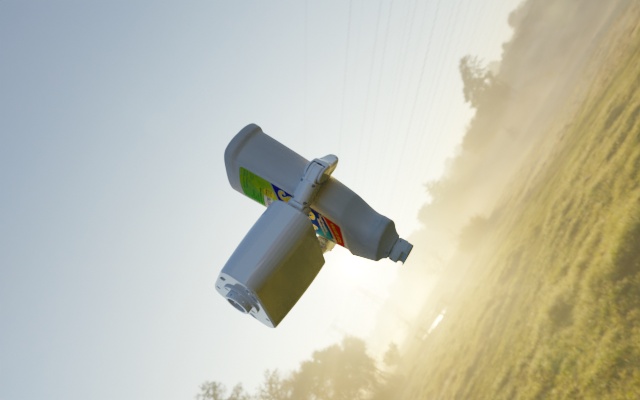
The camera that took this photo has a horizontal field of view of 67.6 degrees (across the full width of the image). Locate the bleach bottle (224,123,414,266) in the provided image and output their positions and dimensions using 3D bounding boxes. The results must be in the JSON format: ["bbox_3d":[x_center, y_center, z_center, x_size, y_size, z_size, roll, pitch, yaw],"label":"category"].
[{"bbox_3d":[0.000,0.002,0.596,0.251,0.068,0.103,29,-29,15],"label":"bleach bottle"}]
